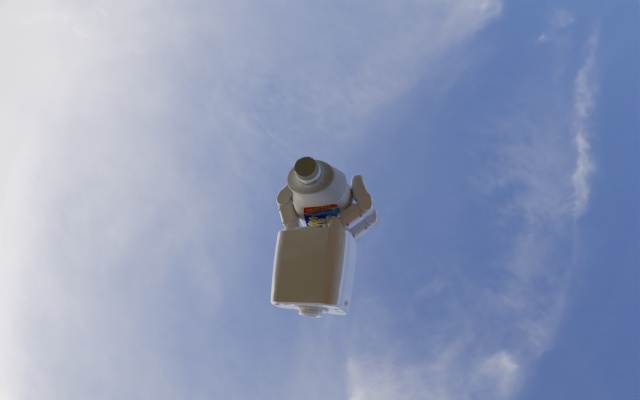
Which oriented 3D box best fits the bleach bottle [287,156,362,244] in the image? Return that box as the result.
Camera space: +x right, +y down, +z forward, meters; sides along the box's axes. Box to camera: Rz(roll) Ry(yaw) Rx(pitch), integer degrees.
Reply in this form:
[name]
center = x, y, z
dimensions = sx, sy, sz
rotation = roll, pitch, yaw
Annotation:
[bleach bottle]
center = 0.000, 0.002, 0.704
dimensions = 0.102, 0.068, 0.251
rotation = 1, -20, 14
